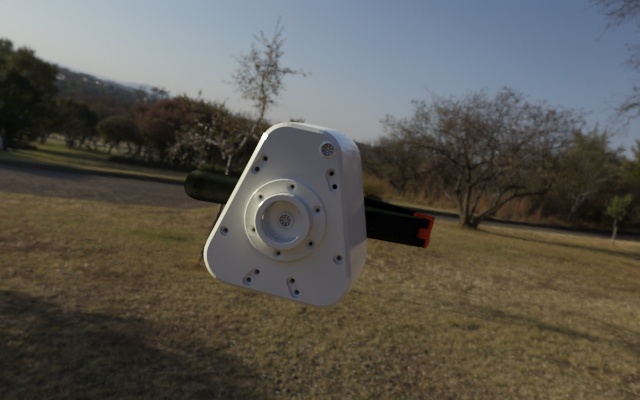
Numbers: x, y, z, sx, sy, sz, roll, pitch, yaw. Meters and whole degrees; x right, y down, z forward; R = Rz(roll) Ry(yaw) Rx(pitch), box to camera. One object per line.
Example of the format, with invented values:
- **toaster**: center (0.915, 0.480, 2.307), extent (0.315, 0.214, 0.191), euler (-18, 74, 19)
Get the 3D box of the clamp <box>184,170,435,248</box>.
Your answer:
- **clamp**: center (0.001, 0.001, 0.455), extent (0.210, 0.036, 0.164), euler (13, 9, 7)
